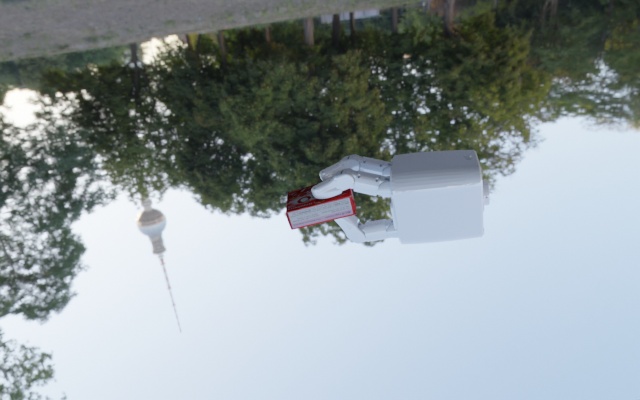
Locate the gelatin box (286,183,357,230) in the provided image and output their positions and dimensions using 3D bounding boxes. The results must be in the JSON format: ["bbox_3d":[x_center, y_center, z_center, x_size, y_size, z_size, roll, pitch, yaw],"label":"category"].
[{"bbox_3d":[0.000,0.003,0.635,0.089,0.030,0.073,-15,22,4],"label":"gelatin box"}]
